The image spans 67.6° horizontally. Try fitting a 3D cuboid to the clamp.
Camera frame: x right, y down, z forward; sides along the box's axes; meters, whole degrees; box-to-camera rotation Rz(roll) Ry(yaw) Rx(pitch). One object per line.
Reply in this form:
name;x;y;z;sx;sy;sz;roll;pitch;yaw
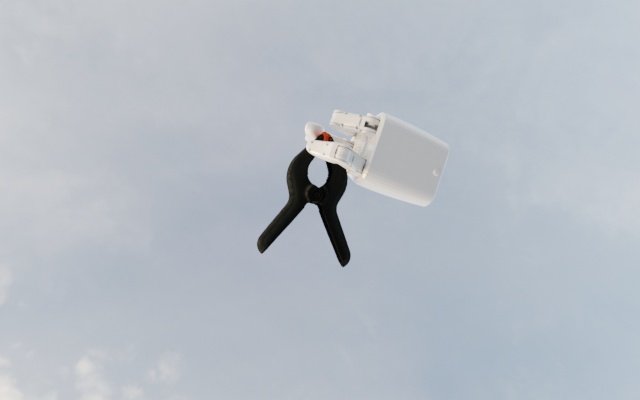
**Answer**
clamp;0.000;0.002;0.611;0.120;0.171;0.039;20;-4;-17
